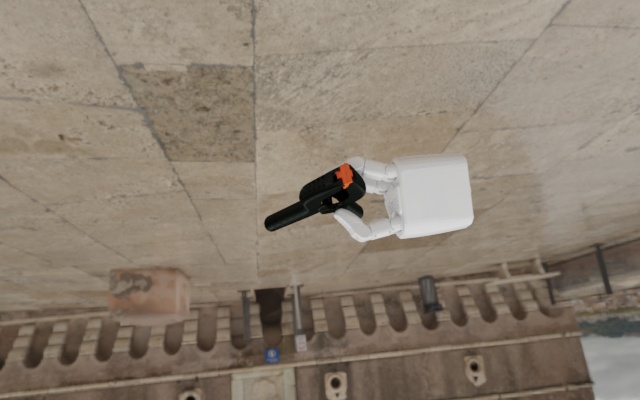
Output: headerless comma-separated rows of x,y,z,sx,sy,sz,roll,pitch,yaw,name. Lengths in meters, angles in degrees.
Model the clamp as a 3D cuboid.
0.001,0.003,0.691,0.164,0.036,0.210,-10,-17,-10,clamp
